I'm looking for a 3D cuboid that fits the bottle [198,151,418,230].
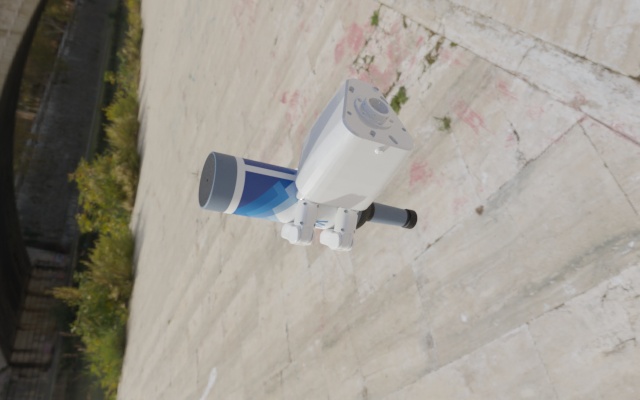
[{"bbox_3d":[0.000,0.002,0.605,0.296,0.069,0.069,11,-5,-27],"label":"bottle"}]
